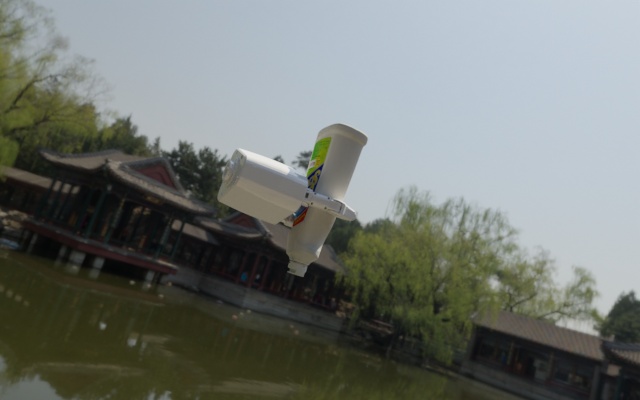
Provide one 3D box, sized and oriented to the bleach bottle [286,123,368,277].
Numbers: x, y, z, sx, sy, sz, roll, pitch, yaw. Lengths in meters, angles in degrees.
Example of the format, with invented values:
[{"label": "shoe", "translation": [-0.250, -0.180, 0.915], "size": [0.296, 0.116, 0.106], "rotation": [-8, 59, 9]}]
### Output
[{"label": "bleach bottle", "translation": [0.000, 0.003, 0.792], "size": [0.068, 0.250, 0.102], "rotation": [22, -12, -23]}]
